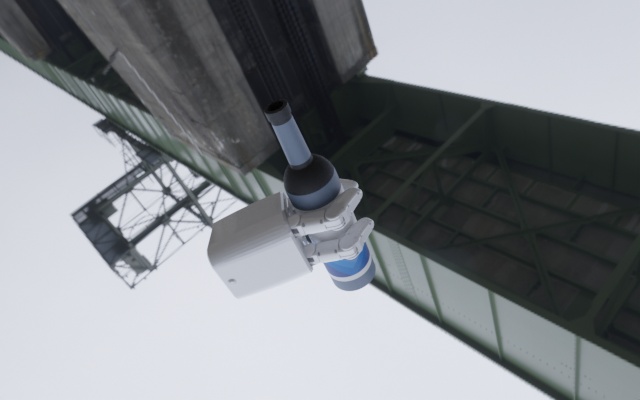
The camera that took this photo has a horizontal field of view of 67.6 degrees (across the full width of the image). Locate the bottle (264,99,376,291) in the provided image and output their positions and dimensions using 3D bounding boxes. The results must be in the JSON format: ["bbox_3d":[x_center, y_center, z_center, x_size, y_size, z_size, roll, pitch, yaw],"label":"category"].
[{"bbox_3d":[0.000,0.002,0.605,0.069,0.296,0.069,-15,40,13],"label":"bottle"}]
